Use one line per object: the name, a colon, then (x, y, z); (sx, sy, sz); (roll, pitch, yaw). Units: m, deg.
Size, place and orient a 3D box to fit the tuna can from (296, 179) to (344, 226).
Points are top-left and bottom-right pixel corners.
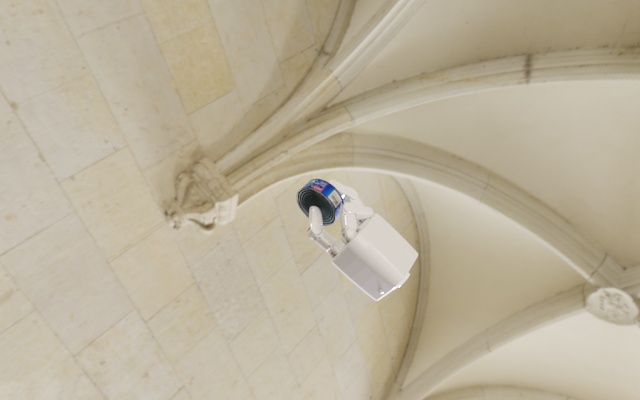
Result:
tuna can: (0.000, 0.002, 0.867); (0.086, 0.086, 0.033); (0, 37, 44)
